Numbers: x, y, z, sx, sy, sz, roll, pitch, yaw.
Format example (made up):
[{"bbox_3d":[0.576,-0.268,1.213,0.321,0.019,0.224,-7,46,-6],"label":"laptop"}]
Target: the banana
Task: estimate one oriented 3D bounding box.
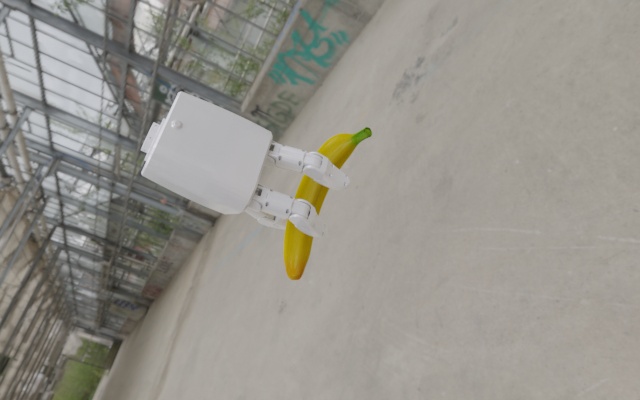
[{"bbox_3d":[-0.006,-0.003,0.574,0.037,0.198,0.069,26,-4,-24],"label":"banana"}]
